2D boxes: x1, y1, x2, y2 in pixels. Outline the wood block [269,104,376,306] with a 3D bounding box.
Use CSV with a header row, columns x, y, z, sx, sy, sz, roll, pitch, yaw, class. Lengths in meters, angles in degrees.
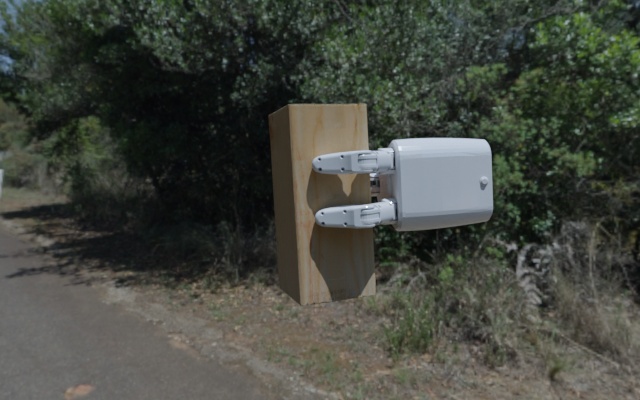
x,y,z,sx,sy,sz,roll,pitch,yaw,class
0.000,0.002,0.538,0.090,0.206,0.091,-4,4,-19,wood block
